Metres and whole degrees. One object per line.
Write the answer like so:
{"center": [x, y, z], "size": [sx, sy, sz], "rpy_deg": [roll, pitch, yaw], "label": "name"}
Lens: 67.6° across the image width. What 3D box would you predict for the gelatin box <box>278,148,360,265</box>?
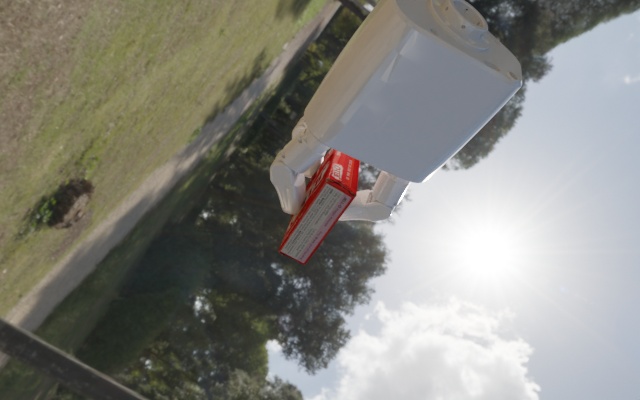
{"center": [0.000, 0.002, 0.422], "size": [0.030, 0.089, 0.073], "rpy_deg": [29, 31, -8], "label": "gelatin box"}
